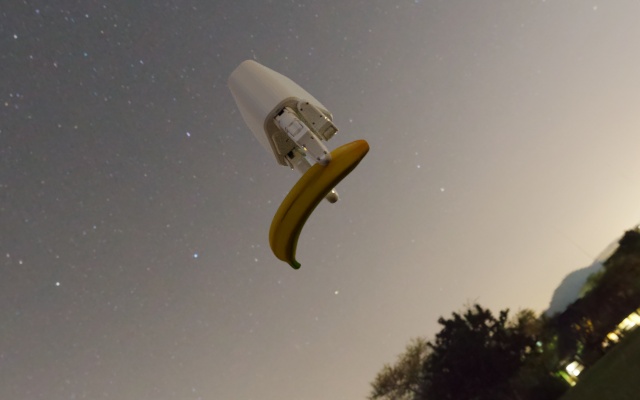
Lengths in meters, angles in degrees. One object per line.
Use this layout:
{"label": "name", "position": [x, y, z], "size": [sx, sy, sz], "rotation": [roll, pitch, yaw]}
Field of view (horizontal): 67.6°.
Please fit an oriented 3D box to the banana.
{"label": "banana", "position": [-0.014, 0.004, 0.577], "size": [0.069, 0.198, 0.037], "rotation": [2, 37, -48]}
